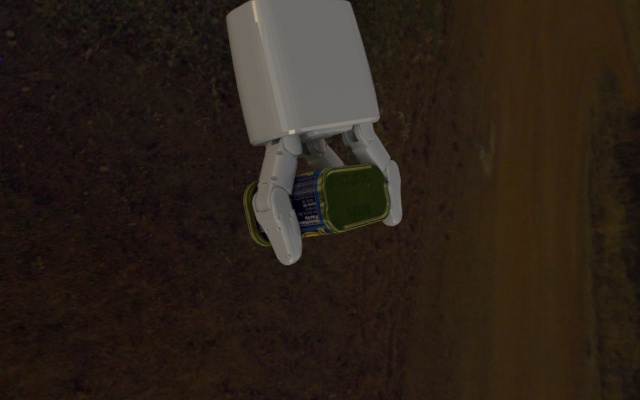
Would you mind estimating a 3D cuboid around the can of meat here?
[{"bbox_3d":[0.000,0.001,0.415,0.084,0.057,0.102,-11,1,38],"label":"can of meat"}]
